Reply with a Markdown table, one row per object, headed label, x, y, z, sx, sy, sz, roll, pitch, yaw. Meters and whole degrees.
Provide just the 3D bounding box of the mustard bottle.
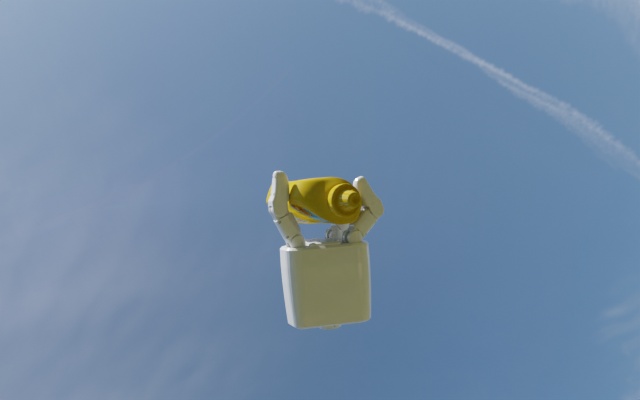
| label | x | y | z | sx | sy | sz | roll | pitch | yaw |
| --- | --- | --- | --- | --- | --- | --- | --- | --- | --- |
| mustard bottle | 0.000 | 0.002 | 0.646 | 0.096 | 0.058 | 0.191 | 22 | -10 | -23 |
